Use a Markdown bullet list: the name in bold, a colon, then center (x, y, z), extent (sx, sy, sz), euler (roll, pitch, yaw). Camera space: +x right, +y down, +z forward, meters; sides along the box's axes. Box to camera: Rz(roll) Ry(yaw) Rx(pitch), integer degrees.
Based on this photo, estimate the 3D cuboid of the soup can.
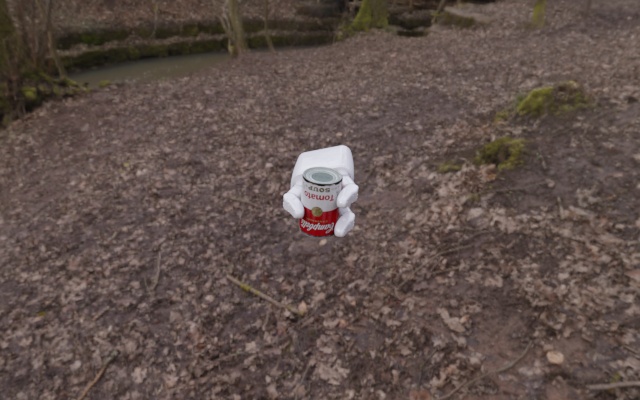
- **soup can**: center (0.000, 0.003, 0.799), extent (0.068, 0.102, 0.068), euler (4, 29, -2)
